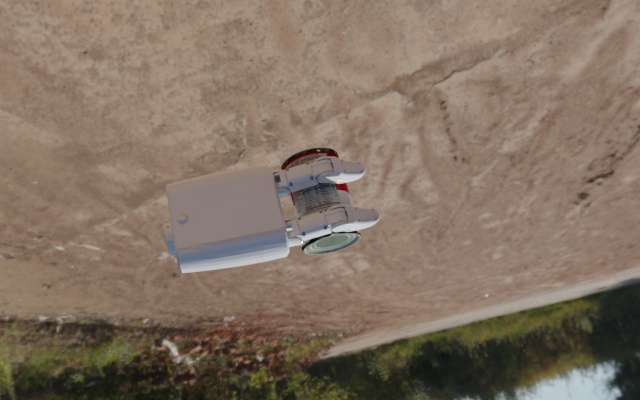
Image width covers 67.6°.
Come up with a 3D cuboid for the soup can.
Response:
[{"bbox_3d":[0.001,0.002,0.531,0.068,0.102,0.068,-13,-21,-5],"label":"soup can"}]
